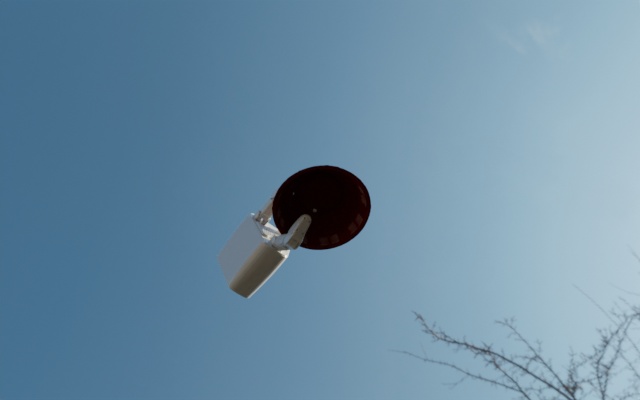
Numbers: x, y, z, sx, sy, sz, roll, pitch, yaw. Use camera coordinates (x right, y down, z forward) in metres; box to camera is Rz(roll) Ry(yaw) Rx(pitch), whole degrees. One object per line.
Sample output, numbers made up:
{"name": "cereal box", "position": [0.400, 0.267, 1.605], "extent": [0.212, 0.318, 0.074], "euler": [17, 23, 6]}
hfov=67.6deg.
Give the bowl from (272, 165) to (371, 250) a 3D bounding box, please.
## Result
{"name": "bowl", "position": [0.001, 0.002, 0.797], "extent": [0.162, 0.162, 0.055], "euler": [0, 31, -6]}
